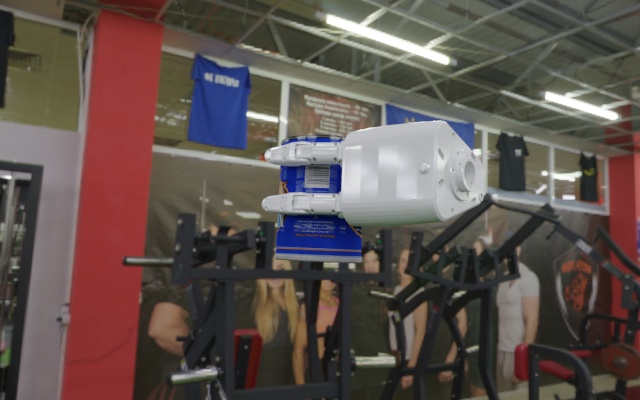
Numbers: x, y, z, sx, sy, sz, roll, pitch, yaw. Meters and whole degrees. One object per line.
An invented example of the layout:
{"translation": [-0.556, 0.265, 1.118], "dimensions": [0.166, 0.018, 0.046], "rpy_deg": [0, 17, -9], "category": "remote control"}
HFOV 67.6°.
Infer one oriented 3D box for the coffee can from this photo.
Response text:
{"translation": [0.000, 0.002, 0.570], "dimensions": [0.103, 0.140, 0.103], "rpy_deg": [2, -6, 0], "category": "coffee can"}
